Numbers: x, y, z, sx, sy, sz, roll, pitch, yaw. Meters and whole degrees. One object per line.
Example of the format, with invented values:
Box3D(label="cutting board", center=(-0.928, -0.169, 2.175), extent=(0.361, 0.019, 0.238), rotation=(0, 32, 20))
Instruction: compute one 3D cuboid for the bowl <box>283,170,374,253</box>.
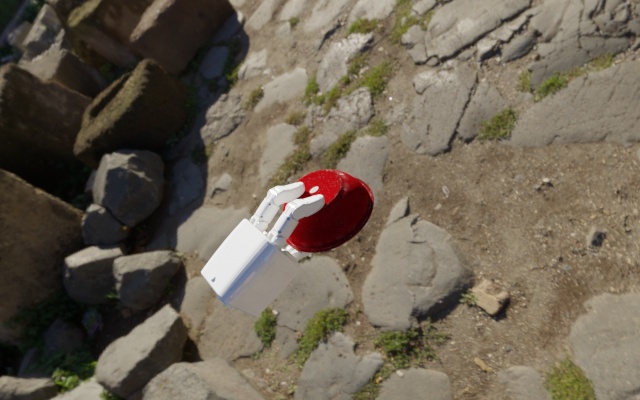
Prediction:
Box3D(label="bowl", center=(0.001, 0.001, 0.756), extent=(0.162, 0.162, 0.055), rotation=(0, -42, 31))
